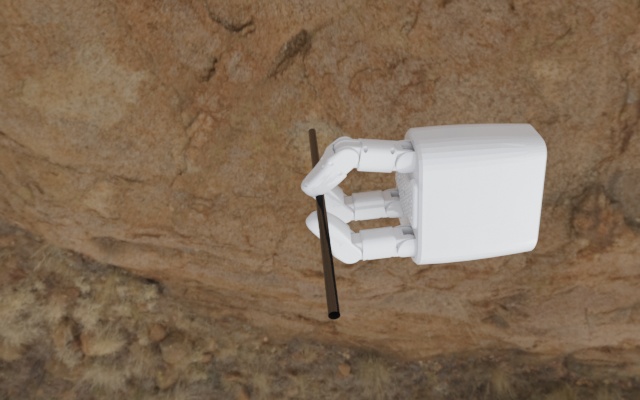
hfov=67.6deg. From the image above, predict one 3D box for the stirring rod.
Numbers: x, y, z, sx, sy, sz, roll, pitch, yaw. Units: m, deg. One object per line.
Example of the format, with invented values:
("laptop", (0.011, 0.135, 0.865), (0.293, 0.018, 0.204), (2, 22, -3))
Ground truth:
("stirring rod", (0.000, 0.001, 0.403), (0.011, 0.011, 0.239), (0, 37, -5))
